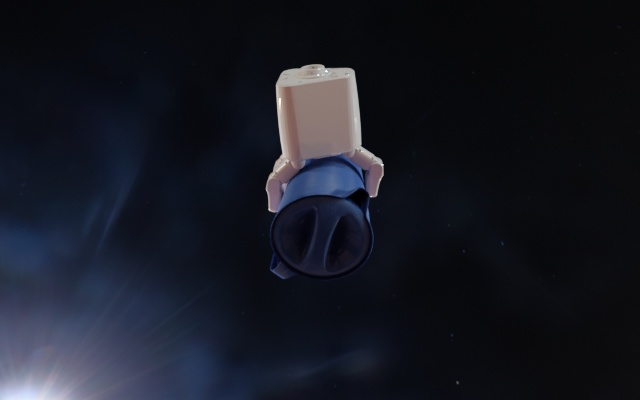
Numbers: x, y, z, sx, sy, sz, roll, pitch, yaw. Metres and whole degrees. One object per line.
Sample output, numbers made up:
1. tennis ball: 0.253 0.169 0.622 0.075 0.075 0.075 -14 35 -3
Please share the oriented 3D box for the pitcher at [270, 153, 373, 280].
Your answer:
1. pitcher: 0.000 0.002 0.716 0.149 0.145 0.242 -4 28 6
